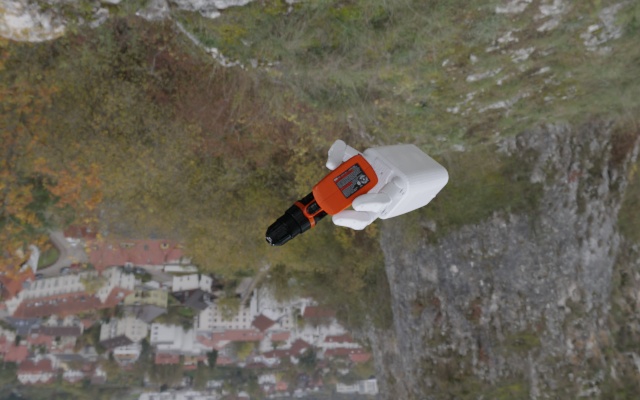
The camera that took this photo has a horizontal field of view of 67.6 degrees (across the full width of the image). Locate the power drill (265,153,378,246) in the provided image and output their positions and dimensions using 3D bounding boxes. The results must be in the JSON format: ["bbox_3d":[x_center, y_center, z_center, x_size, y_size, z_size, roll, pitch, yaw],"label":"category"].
[{"bbox_3d":[0.000,0.002,0.769,0.184,0.057,0.188,-38,2,-21],"label":"power drill"}]
